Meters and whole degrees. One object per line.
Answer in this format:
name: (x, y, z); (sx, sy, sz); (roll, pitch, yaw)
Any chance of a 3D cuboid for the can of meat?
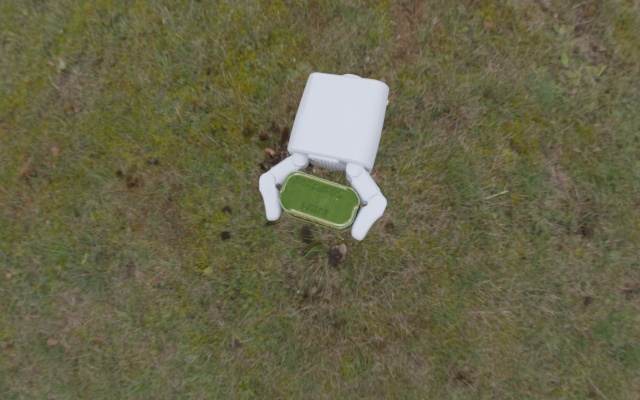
can of meat: (0.000, 0.002, 0.611); (0.102, 0.057, 0.084); (18, -4, 4)
